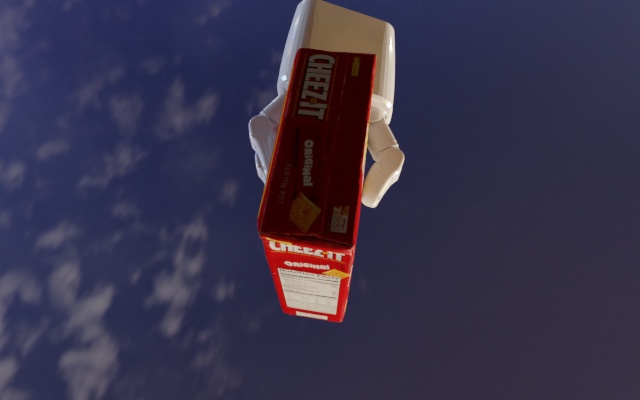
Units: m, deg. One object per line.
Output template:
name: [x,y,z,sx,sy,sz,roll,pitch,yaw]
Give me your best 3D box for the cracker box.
cracker box: [0.000,0.001,0.428,0.072,0.164,0.214,7,-26,4]
